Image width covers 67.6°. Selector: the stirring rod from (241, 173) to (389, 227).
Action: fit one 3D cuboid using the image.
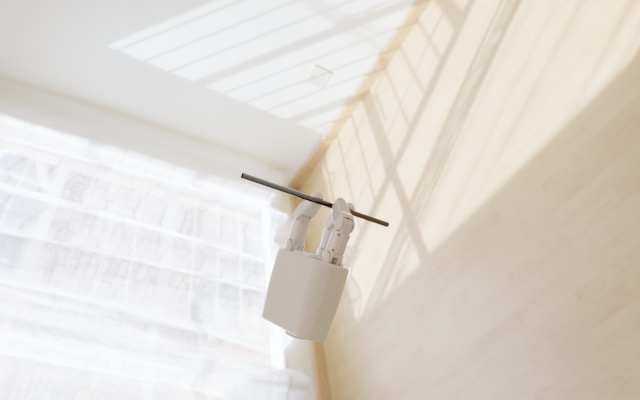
[{"bbox_3d":[0.000,0.002,0.675,0.239,0.011,0.011,19,-9,-26],"label":"stirring rod"}]
